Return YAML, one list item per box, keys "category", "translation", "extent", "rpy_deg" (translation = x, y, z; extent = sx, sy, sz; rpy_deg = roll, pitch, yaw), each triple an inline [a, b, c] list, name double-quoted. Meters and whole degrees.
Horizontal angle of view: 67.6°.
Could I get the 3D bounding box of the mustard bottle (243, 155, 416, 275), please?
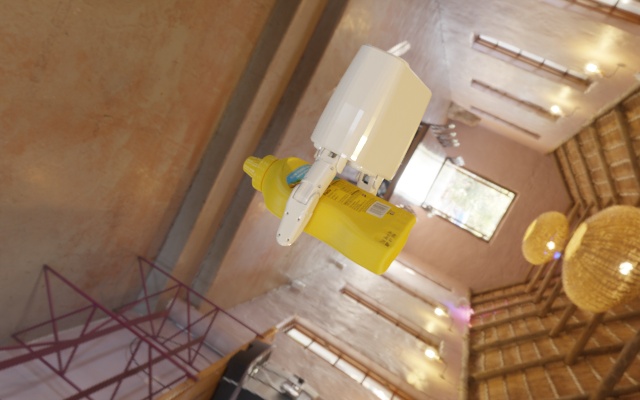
- category: "mustard bottle"
  translation: [0.000, 0.002, 0.505]
  extent: [0.191, 0.058, 0.096]
  rpy_deg: [29, 30, 15]
